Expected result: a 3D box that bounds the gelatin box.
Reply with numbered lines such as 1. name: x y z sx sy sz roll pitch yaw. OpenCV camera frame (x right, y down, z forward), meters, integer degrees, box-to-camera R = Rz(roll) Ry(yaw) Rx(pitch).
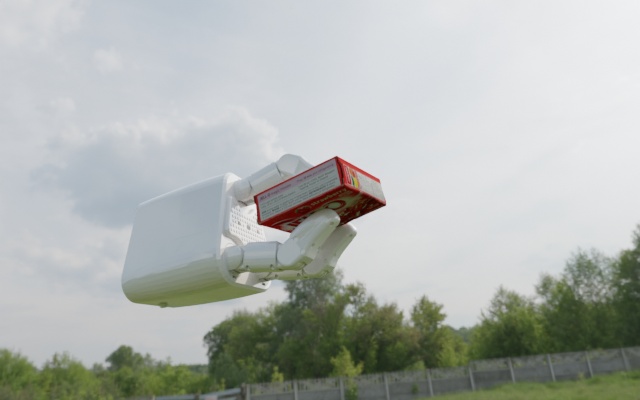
1. gelatin box: 0.000 0.001 0.407 0.089 0.030 0.073 -25 -26 27
